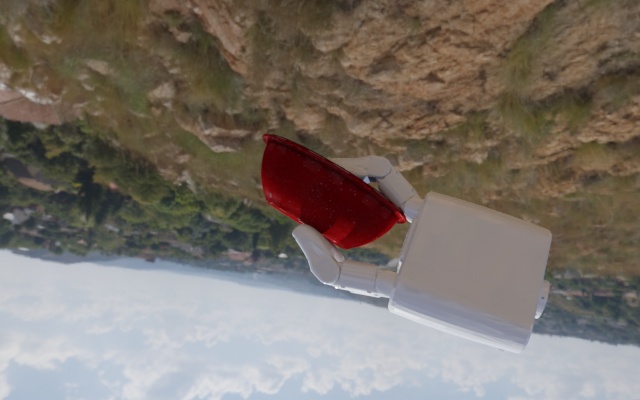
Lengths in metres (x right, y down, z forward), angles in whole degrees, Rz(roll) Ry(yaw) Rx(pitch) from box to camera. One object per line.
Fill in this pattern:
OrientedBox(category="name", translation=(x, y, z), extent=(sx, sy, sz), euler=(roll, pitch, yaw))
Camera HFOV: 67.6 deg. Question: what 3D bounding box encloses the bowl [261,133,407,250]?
OrientedBox(category="bowl", translation=(-0.001, 0.001, 0.464), extent=(0.162, 0.055, 0.162), euler=(31, -5, 3))
